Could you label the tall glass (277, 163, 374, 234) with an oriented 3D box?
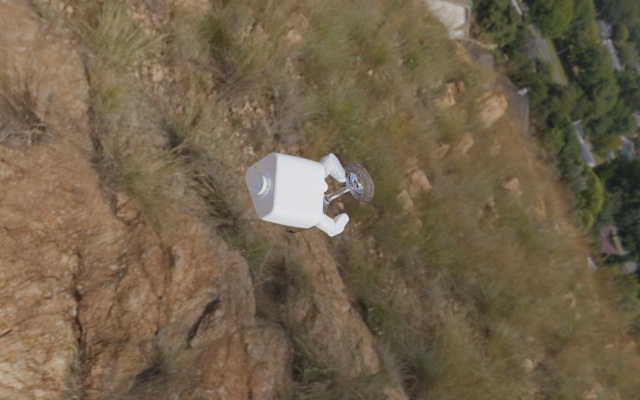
[{"bbox_3d":[0.001,0.003,0.893,0.201,0.079,0.079,-27,-18,40],"label":"tall glass"}]
